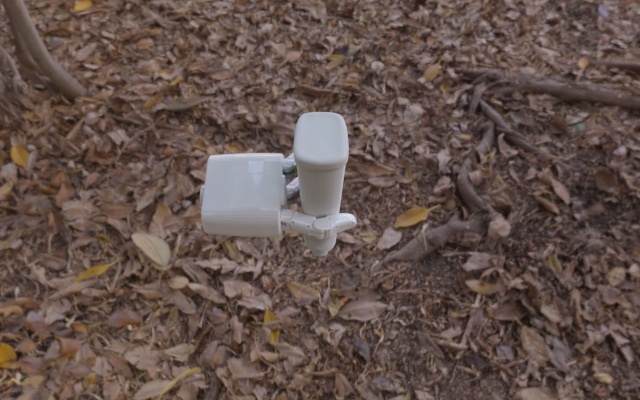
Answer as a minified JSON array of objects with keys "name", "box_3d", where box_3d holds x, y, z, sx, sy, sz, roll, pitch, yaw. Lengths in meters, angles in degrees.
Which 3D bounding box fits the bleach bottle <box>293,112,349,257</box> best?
[{"name":"bleach bottle","box_3d":[0.000,0.002,0.680,0.068,0.102,0.251,1,-42,0]}]
